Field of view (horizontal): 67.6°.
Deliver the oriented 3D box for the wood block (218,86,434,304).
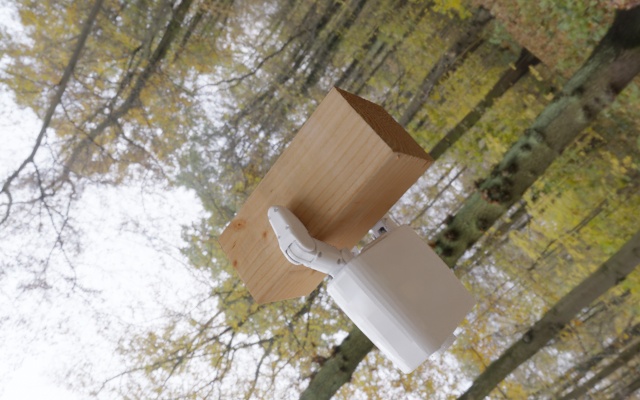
[{"bbox_3d":[0.000,0.002,0.482,0.206,0.090,0.091,-50,-29,23],"label":"wood block"}]
